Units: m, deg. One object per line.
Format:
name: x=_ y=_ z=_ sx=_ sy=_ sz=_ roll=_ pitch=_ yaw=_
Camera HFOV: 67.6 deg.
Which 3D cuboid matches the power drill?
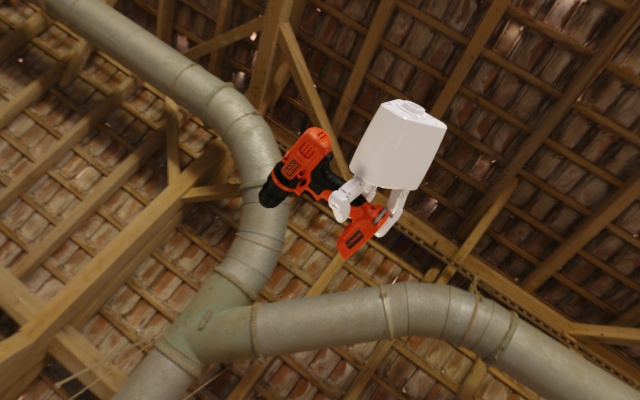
power drill: x=0.001 y=0.003 z=0.757 sx=0.184 sy=0.187 sz=0.057 roll=-46 pitch=-1 yaw=41
